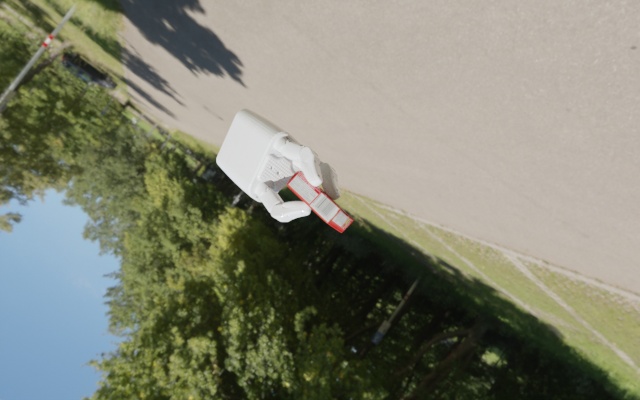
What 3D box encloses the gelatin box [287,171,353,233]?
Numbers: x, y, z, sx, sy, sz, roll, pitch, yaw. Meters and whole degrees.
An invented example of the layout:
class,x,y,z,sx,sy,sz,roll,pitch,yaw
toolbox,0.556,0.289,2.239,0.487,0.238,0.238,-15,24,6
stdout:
class,x,y,z,sx,sy,sz,roll,pitch,yaw
gelatin box,0.000,0.003,0.687,0.089,0.030,0.073,43,1,23
